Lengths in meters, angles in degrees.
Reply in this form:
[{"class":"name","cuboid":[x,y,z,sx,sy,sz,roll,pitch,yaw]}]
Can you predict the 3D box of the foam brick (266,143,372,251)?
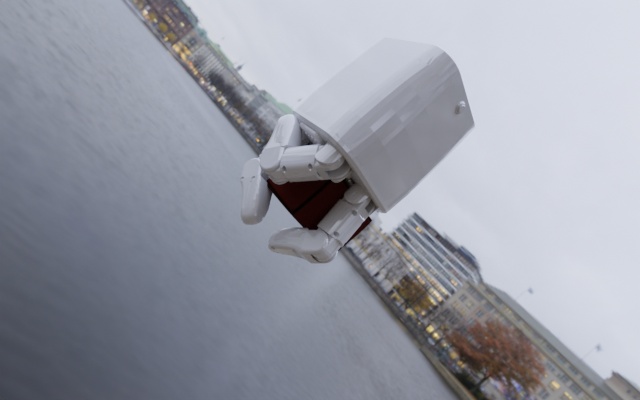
[{"class":"foam brick","cuboid":[0.000,0.002,0.416,0.053,0.051,0.078,47,-3,42]}]
